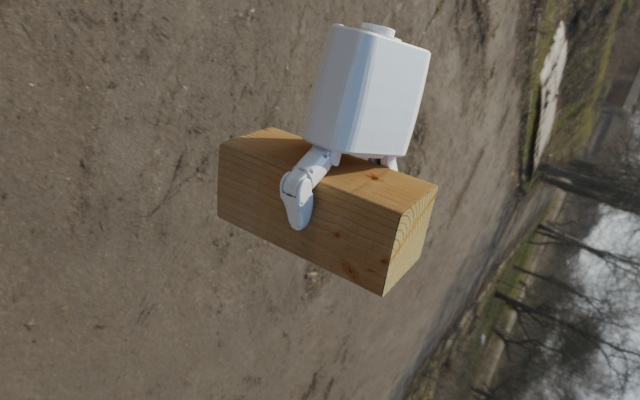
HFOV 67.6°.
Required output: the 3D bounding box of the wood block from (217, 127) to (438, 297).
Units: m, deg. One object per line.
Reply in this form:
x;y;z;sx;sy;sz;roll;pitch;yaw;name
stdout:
0.000;0.001;0.494;0.206;0.090;0.090;23;30;26;wood block
